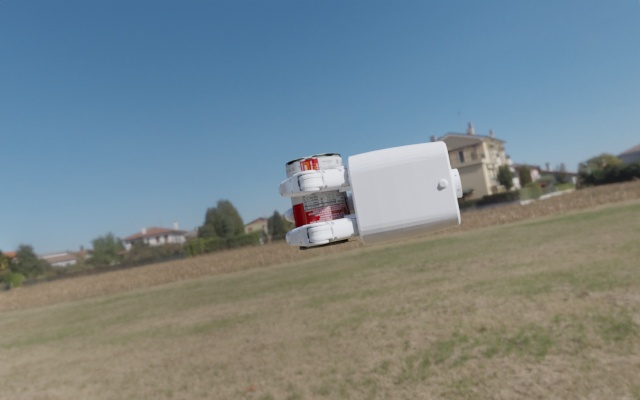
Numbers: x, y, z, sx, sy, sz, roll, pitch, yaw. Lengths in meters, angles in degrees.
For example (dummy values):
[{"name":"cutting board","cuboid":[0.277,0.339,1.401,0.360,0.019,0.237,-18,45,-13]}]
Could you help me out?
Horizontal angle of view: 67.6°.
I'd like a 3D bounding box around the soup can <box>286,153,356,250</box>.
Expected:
[{"name":"soup can","cuboid":[0.000,0.002,0.554,0.068,0.102,0.068,-10,-3,-1]}]
